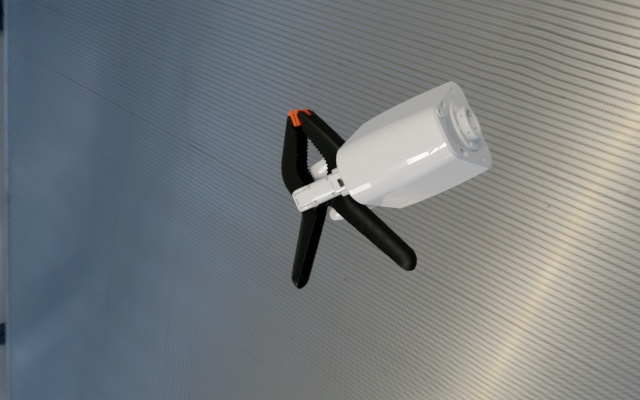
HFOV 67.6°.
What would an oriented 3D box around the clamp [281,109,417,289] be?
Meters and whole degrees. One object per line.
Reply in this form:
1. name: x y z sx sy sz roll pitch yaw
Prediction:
1. clamp: 0.000 0.001 0.544 0.164 0.210 0.036 -24 -2 34
